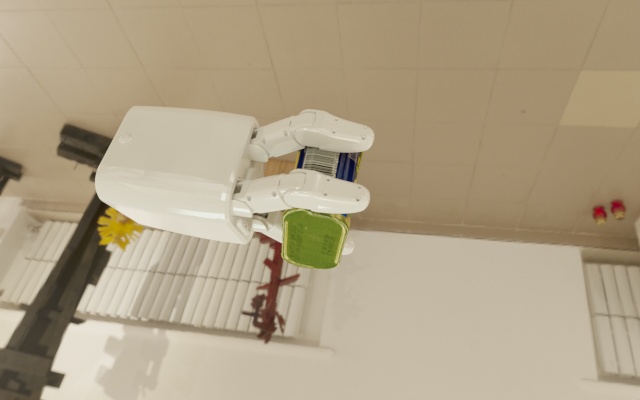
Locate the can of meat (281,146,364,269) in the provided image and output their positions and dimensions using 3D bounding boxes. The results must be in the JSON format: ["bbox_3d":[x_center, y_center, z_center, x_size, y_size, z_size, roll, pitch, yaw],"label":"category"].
[{"bbox_3d":[0.000,0.002,0.408,0.057,0.084,0.102,10,-33,2],"label":"can of meat"}]
